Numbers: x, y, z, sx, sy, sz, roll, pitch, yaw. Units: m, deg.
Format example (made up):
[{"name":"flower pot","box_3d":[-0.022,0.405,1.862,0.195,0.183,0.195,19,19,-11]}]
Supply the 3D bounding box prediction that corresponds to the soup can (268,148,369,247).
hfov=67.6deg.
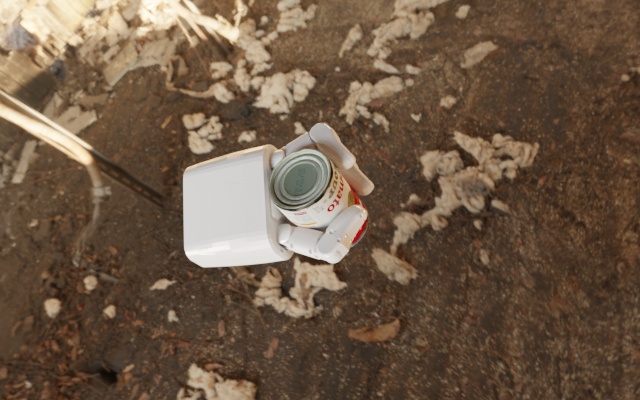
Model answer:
[{"name":"soup can","box_3d":[0.000,0.001,0.480,0.068,0.068,0.102,0,-27,27]}]
